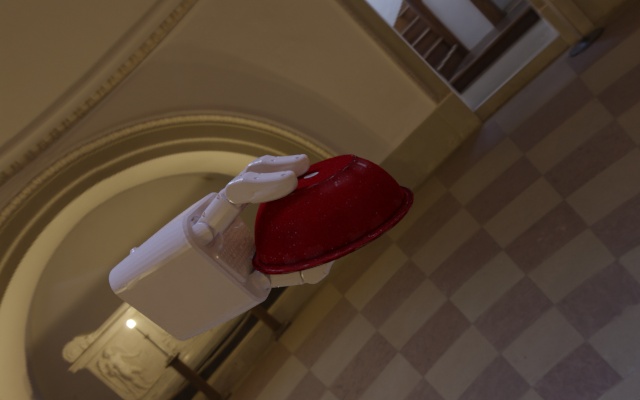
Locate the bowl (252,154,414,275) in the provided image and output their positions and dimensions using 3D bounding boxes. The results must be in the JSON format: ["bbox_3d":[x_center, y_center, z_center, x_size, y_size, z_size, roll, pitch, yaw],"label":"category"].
[{"bbox_3d":[0.001,0.001,0.437,0.162,0.055,0.162,-22,15,6],"label":"bowl"}]
